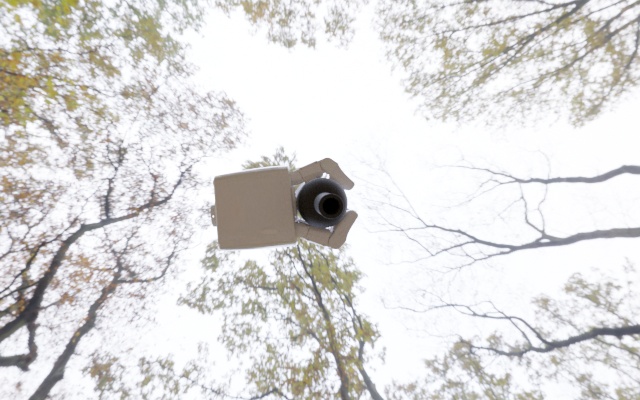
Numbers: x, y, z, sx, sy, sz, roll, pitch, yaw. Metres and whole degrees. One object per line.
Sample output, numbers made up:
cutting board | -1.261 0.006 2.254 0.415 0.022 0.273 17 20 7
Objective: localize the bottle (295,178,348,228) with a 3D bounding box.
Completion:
bottle | 0.000 0.002 0.662 0.069 0.069 0.295 0 2 -4
